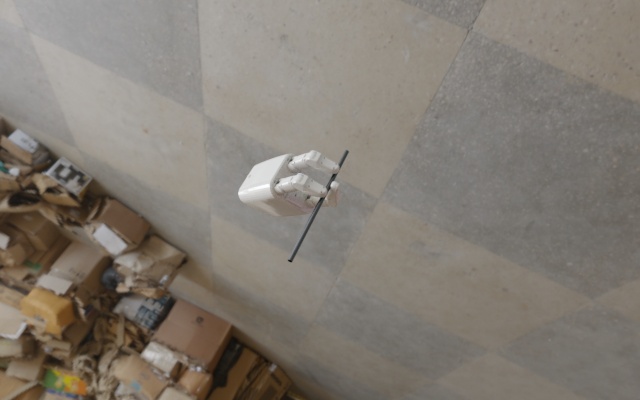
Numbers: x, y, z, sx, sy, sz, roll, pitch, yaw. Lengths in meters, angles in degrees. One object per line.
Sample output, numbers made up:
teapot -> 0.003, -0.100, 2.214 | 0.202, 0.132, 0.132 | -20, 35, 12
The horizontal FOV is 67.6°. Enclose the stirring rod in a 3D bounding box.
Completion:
stirring rod -> 0.000, 0.003, 0.804 | 0.011, 0.239, 0.011 | 20, -32, 13
